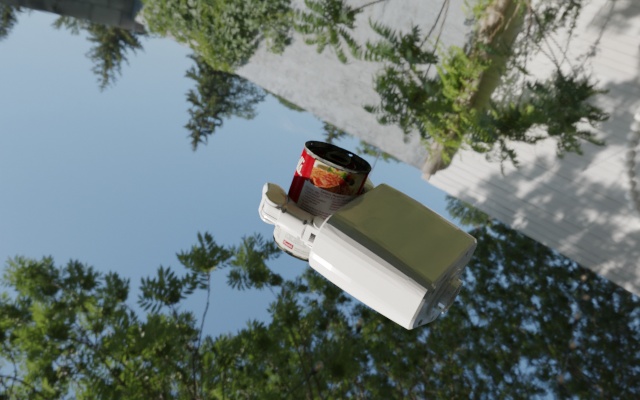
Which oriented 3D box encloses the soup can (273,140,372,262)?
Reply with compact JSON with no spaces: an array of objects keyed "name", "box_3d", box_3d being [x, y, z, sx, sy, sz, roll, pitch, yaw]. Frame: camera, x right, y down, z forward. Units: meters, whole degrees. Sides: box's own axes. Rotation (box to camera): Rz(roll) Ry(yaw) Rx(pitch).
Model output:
[{"name":"soup can","box_3d":[0.000,0.002,0.468,0.068,0.102,0.068,18,21,-7]}]
